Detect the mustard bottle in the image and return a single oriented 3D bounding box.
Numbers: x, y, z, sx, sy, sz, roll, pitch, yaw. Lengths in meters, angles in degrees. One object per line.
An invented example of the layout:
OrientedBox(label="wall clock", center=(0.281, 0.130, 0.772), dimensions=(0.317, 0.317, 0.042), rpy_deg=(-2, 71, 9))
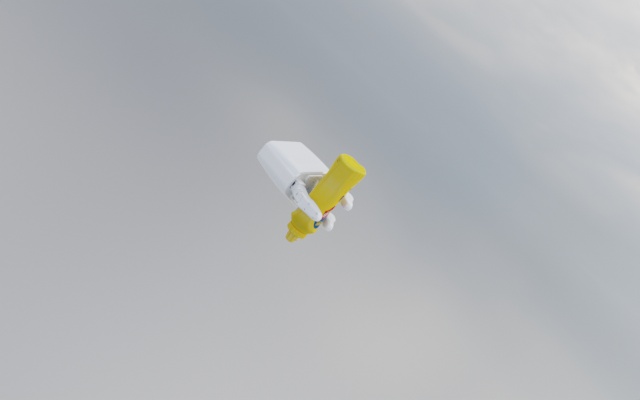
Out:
OrientedBox(label="mustard bottle", center=(0.001, 0.003, 0.874), dimensions=(0.058, 0.192, 0.096), rpy_deg=(42, 14, 5))
